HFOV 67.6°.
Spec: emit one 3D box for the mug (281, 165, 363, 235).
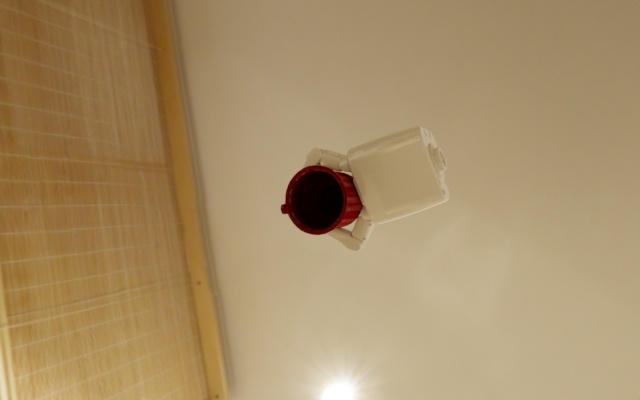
[{"bbox_3d":[-0.001,0.003,0.673,0.117,0.093,0.081,-17,-6,25],"label":"mug"}]
